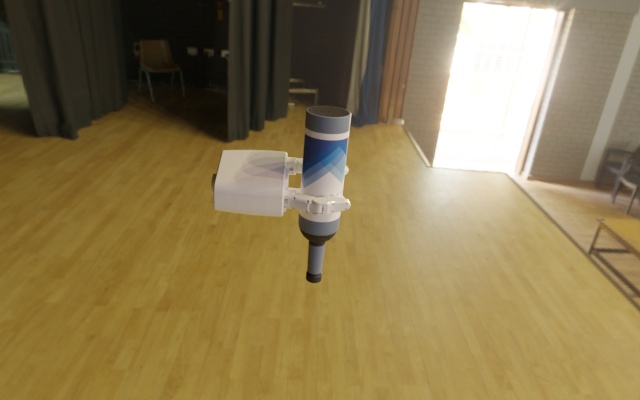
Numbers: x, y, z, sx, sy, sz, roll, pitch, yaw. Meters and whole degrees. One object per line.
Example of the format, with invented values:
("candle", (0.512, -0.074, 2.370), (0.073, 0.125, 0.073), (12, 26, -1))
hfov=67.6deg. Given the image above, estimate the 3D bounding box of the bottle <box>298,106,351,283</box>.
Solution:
("bottle", (0.000, 0.002, 0.761), (0.069, 0.296, 0.069), (4, 25, -2))
